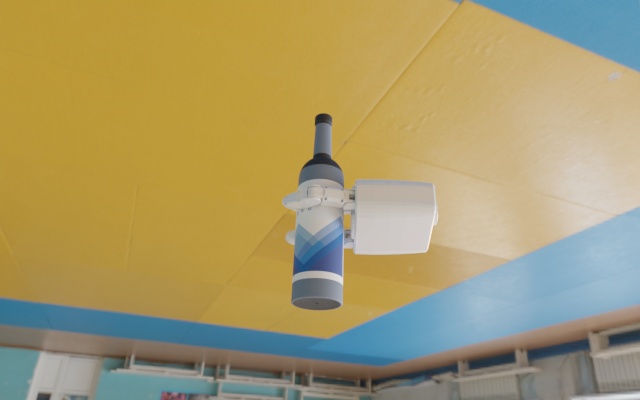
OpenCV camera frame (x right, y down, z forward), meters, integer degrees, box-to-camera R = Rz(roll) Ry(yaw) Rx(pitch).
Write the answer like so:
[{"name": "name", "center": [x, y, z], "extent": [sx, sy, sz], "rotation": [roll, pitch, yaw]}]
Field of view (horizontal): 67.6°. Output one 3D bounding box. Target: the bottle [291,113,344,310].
[{"name": "bottle", "center": [0.000, 0.002, 0.679], "extent": [0.069, 0.295, 0.069], "rotation": [2, -27, 1]}]
